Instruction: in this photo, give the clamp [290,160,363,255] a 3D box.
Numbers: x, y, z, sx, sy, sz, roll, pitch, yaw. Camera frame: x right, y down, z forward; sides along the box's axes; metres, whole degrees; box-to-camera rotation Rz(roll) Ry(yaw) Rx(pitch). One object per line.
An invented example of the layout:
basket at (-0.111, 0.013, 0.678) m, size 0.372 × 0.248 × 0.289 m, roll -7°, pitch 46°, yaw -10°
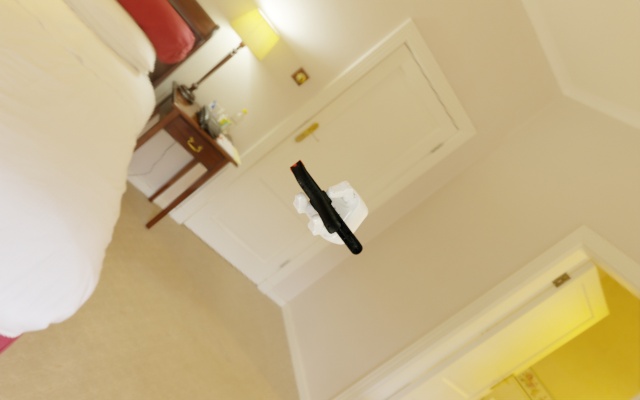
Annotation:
clamp at (0.001, 0.002, 0.886) m, size 0.036 × 0.210 × 0.164 m, roll -36°, pitch -21°, yaw 3°
